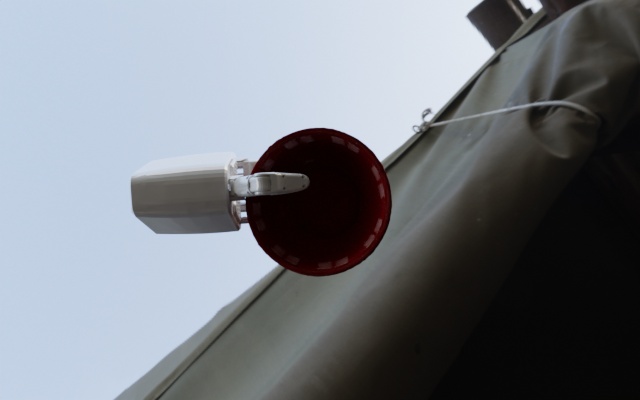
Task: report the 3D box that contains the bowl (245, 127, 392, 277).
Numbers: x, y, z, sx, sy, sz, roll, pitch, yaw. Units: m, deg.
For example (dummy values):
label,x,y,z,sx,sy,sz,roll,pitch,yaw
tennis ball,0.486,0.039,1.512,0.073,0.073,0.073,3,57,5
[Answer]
label,x,y,z,sx,sy,sz,roll,pitch,yaw
bowl,0.001,0.002,0.541,0.162,0.162,0.055,0,-1,10
